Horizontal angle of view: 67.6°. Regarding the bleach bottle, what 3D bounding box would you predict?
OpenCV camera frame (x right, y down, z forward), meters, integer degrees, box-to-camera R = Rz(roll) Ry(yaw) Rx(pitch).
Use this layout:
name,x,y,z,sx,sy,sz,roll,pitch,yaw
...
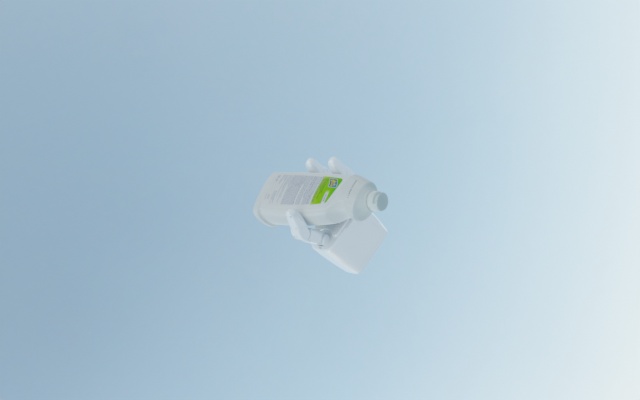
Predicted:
name,x,y,z,sx,sy,sz,roll,pitch,yaw
bleach bottle,0.000,0.003,0.801,0.251,0.102,0.068,4,-27,44
